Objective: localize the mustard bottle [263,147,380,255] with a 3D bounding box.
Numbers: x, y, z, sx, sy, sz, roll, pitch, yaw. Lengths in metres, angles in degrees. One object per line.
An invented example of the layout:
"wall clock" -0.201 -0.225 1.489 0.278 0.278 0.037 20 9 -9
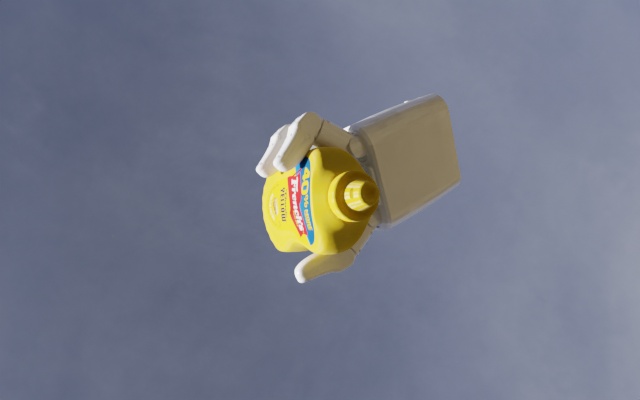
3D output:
"mustard bottle" 0.000 0.002 0.443 0.058 0.096 0.191 0 -4 -24
